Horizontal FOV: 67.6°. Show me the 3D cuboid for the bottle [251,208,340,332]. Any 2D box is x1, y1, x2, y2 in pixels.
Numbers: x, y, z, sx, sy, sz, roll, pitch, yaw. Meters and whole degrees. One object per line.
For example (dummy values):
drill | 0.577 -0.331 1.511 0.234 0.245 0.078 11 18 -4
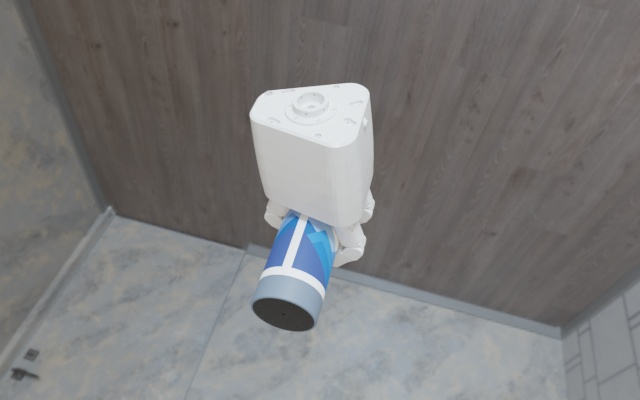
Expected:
bottle | 0.000 0.002 0.550 0.069 0.295 0.069 11 -40 9
